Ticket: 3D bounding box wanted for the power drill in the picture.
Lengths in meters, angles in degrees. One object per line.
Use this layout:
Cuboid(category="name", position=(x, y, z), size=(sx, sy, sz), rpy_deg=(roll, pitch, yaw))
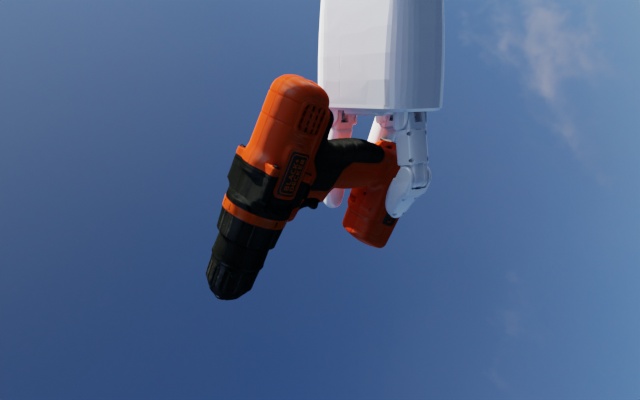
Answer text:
Cuboid(category="power drill", position=(0.000, 0.001, 0.418), size=(0.057, 0.184, 0.187), rpy_deg=(34, 17, 37))
